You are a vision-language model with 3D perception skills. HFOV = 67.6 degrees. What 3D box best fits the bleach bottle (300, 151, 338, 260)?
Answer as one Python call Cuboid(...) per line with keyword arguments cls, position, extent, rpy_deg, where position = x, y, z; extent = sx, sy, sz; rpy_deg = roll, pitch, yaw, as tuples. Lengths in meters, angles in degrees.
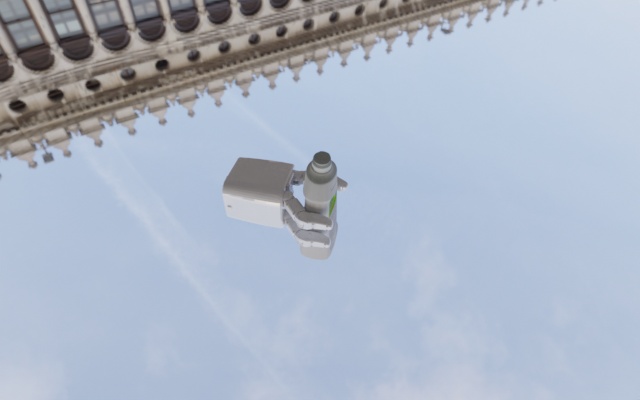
Cuboid(cls="bleach bottle", position=(0.000, 0.003, 0.843), extent=(0.068, 0.102, 0.251), rpy_deg=(10, -37, 5))
